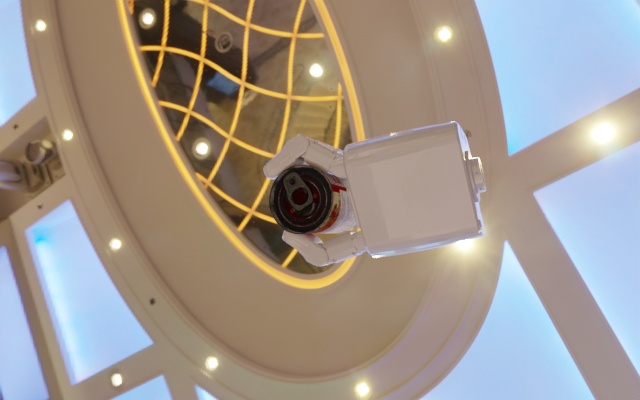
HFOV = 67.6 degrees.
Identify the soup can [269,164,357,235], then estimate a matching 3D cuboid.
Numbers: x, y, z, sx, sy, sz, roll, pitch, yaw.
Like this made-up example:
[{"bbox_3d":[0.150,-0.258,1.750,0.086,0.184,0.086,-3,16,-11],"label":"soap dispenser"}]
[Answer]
[{"bbox_3d":[0.000,0.002,0.504,0.068,0.068,0.102,0,-3,23],"label":"soup can"}]
